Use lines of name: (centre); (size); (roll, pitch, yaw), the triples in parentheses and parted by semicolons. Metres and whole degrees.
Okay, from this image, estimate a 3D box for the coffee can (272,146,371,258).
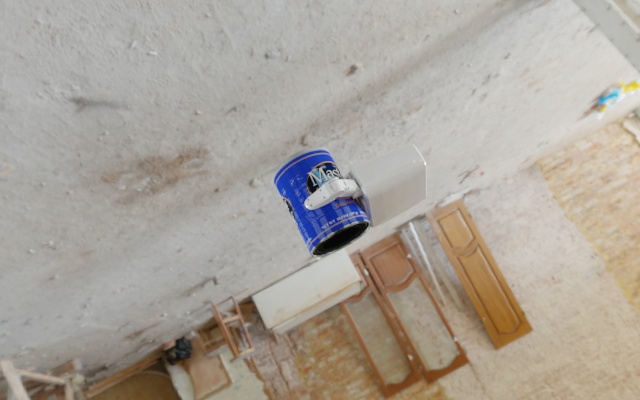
coffee can: (0.000, 0.002, 0.742); (0.103, 0.140, 0.103); (-25, -20, -10)
